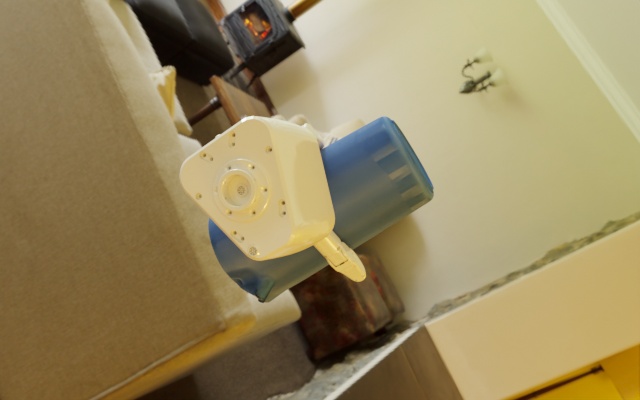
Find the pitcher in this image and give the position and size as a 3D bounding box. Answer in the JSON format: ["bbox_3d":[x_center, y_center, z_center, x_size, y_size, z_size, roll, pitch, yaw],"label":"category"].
[{"bbox_3d":[0.000,0.002,0.563,0.243,0.149,0.145,-31,-9,16],"label":"pitcher"}]
